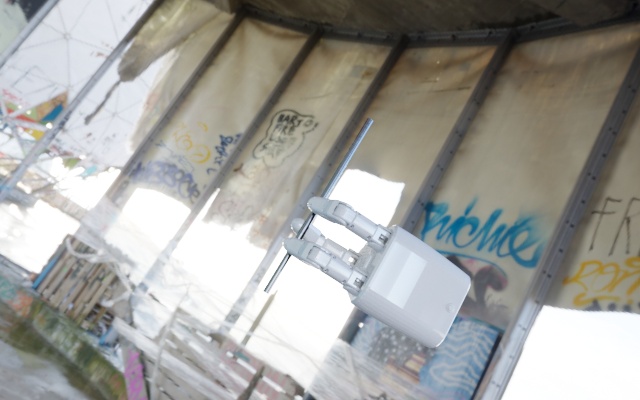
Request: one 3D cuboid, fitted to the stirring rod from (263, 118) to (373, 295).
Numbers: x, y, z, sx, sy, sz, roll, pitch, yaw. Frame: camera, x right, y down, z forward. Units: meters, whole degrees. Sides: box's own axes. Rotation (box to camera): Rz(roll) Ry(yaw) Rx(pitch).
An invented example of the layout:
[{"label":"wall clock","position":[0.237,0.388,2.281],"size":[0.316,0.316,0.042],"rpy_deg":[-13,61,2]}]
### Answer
[{"label":"stirring rod","position":[0.000,0.002,0.554],"size":[0.011,0.239,0.011],"rpy_deg":[29,-14,8]}]
